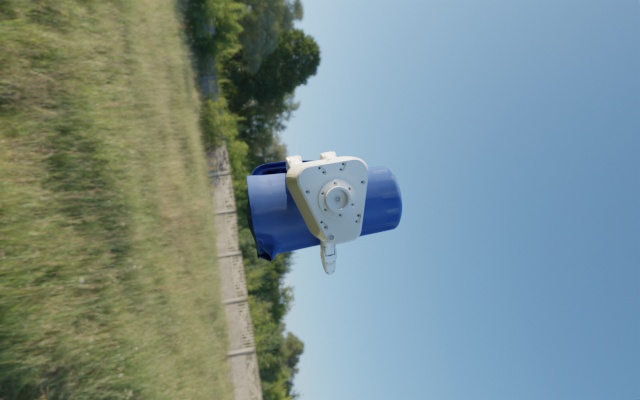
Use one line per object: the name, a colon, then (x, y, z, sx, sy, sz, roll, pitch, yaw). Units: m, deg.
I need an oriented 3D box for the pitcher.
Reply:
pitcher: (0.000, 0.003, 0.784, 0.243, 0.149, 0.145, -8, 5, -9)
